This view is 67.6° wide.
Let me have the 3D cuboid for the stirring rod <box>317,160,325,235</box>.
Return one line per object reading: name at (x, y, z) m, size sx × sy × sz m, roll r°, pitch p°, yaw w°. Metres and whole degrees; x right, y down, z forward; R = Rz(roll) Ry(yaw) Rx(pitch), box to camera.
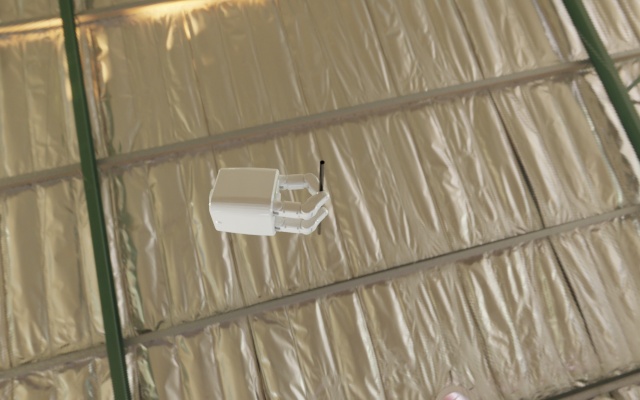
stirring rod at (0.000, 0.003, 0.849) m, size 0.011 × 0.011 × 0.240 m, roll 0°, pitch -31°, yaw -1°
